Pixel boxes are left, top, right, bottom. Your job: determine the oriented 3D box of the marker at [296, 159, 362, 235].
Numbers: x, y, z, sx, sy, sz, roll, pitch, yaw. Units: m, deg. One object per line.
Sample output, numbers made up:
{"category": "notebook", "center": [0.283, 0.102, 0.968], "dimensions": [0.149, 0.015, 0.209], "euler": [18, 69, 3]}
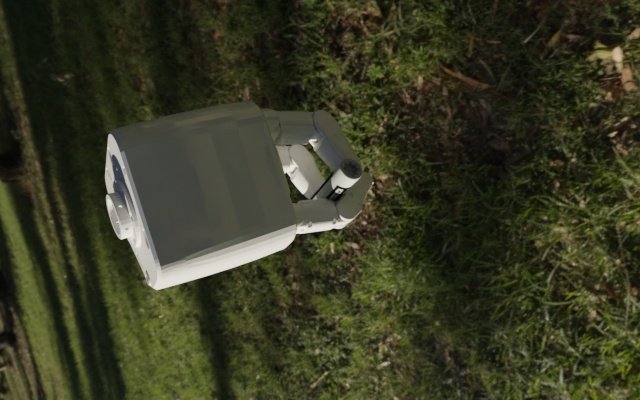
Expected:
{"category": "marker", "center": [0.000, 0.001, 0.414], "dimensions": [0.020, 0.020, 0.121], "euler": [0, -25, -26]}
